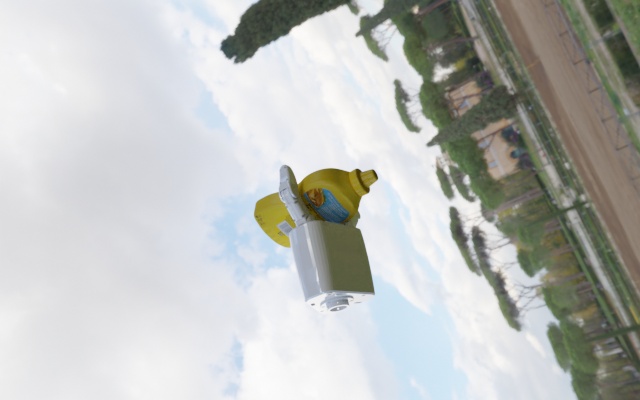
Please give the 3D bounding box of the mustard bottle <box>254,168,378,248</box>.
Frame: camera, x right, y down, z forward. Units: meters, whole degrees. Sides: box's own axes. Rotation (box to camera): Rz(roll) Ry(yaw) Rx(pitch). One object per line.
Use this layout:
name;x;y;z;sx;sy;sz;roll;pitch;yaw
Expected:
mustard bottle;0.000;0.002;0.718;0.192;0.058;0.096;-26;-55;24
